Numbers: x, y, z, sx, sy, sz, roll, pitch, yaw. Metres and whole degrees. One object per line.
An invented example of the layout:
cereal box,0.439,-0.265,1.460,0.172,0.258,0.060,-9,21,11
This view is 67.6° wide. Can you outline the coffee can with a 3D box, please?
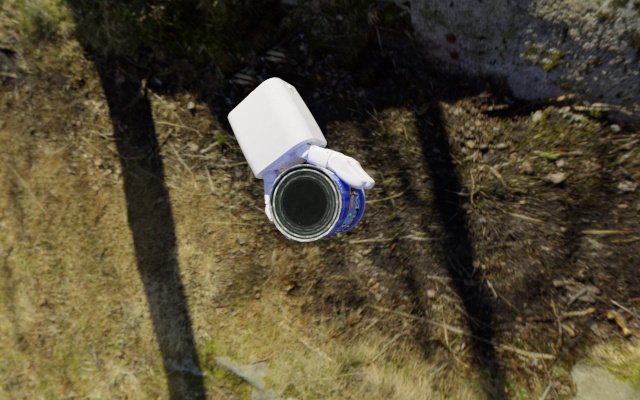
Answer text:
coffee can,0.000,0.002,0.691,0.103,0.103,0.140,0,1,18
